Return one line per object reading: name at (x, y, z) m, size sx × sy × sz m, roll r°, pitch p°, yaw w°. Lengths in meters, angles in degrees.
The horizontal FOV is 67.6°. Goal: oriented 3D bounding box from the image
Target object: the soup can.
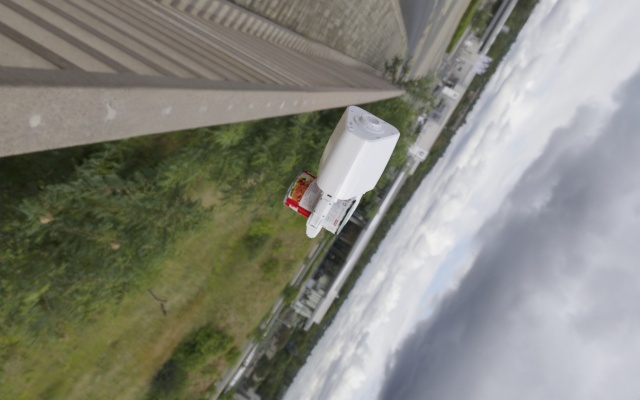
soup can at (0.000, 0.003, 0.787) m, size 0.102 × 0.068 × 0.068 m, roll 30°, pitch 4°, yaw 7°
